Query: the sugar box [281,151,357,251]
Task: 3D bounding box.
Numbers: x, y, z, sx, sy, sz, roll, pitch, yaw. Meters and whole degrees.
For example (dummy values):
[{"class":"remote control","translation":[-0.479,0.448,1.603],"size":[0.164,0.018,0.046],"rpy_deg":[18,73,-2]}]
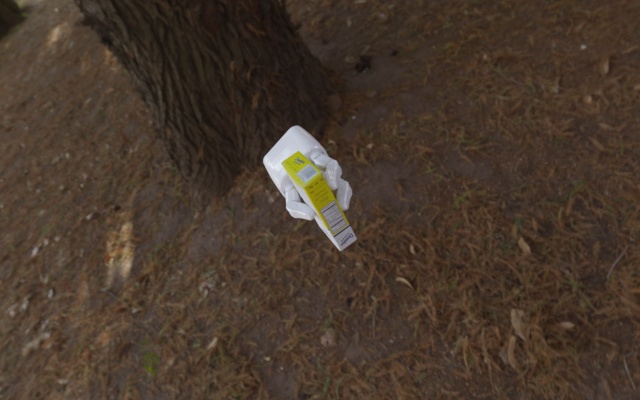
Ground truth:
[{"class":"sugar box","translation":[0.000,0.002,0.848],"size":[0.048,0.176,0.093],"rpy_deg":[-37,42,-5]}]
